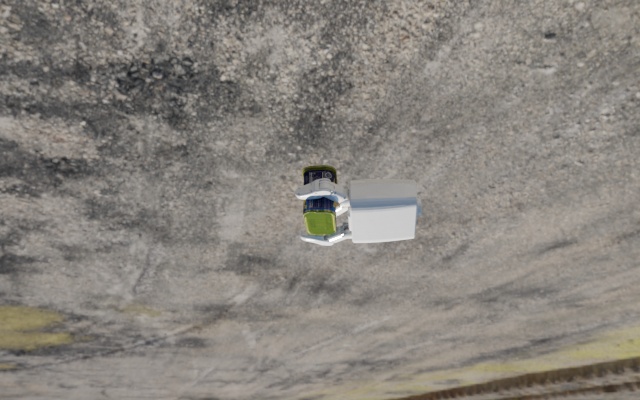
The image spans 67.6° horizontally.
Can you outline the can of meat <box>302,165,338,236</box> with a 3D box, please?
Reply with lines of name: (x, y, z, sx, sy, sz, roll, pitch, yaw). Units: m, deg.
can of meat: (0.000, 0.003, 0.797, 0.057, 0.084, 0.102, -2, -26, 4)
